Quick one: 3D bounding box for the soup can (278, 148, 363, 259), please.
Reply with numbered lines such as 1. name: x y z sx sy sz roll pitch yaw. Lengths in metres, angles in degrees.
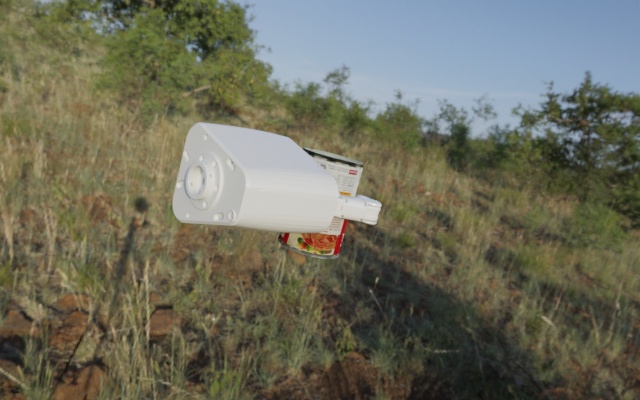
1. soup can: 0.001 0.001 0.504 0.068 0.102 0.068 15 9 -2
